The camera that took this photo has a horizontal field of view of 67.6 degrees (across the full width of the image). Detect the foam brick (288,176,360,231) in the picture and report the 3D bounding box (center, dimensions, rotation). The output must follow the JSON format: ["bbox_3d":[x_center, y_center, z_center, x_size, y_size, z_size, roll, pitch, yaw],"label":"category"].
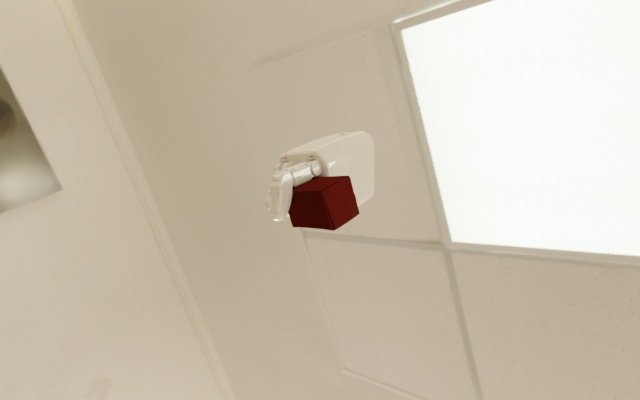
[{"bbox_3d":[0.000,0.002,0.592,0.051,0.053,0.078,-28,20,-38],"label":"foam brick"}]
